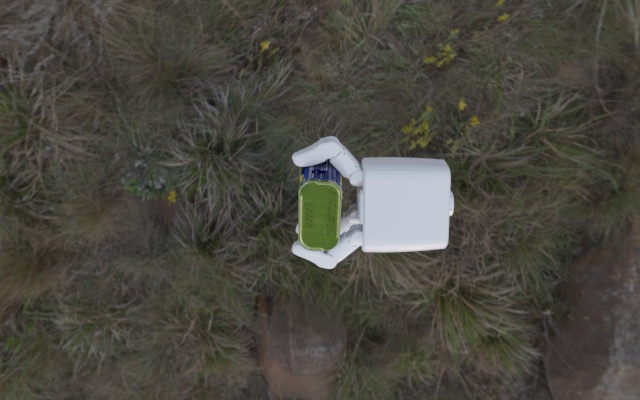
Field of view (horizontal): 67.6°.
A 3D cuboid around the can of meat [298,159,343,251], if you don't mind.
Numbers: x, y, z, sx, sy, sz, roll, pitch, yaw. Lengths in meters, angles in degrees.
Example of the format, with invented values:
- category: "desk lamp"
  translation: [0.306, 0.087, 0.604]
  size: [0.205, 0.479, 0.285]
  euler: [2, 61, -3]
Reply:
- category: "can of meat"
  translation: [0.000, 0.002, 0.604]
  size: [0.057, 0.102, 0.084]
  euler: [1, 27, 0]
